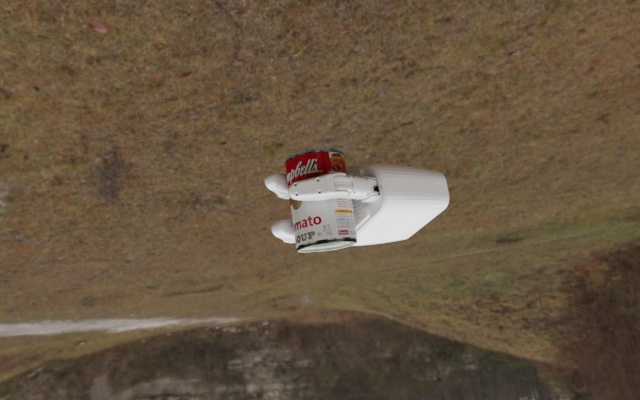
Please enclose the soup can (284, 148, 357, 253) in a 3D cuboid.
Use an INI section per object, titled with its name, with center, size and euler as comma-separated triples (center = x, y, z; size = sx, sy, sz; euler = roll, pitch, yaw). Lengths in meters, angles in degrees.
[soup can]
center = 0.000, 0.002, 0.524
size = 0.068, 0.102, 0.068
euler = -8, -13, -2
